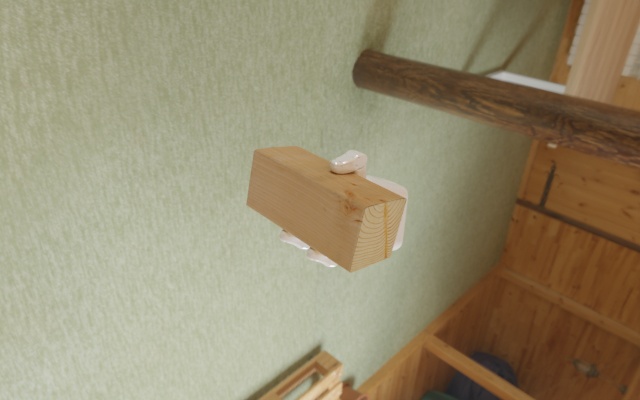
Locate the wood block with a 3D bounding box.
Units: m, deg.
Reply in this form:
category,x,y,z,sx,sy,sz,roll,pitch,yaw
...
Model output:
category,x,y,z,sx,sy,sz,roll,pitch,yaw
wood block,0.001,0.002,0.653,0.206,0.091,0.090,29,27,36
